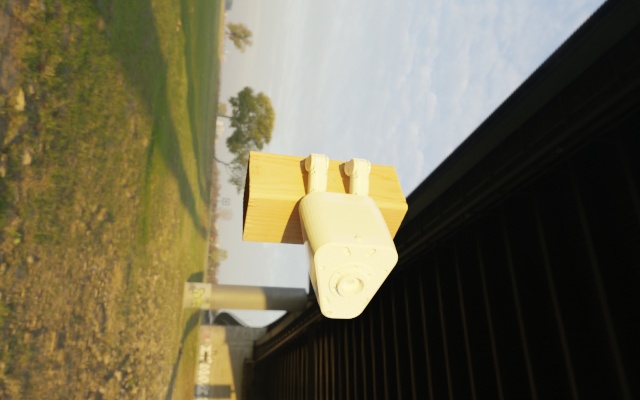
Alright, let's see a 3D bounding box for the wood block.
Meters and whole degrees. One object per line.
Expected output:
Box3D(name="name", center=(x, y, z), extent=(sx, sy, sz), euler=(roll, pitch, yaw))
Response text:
Box3D(name="wood block", center=(0.000, 0.003, 0.659), extent=(0.206, 0.091, 0.090), euler=(5, 43, -13))
